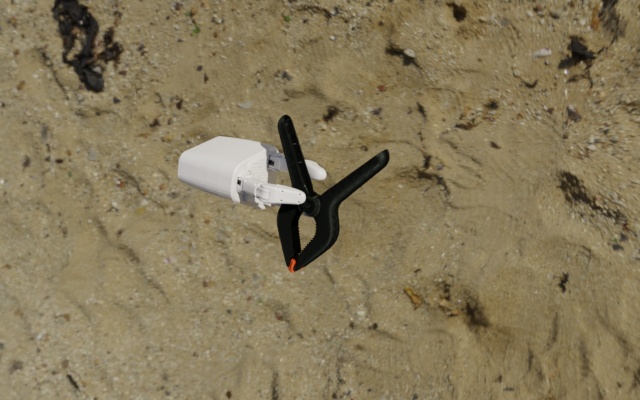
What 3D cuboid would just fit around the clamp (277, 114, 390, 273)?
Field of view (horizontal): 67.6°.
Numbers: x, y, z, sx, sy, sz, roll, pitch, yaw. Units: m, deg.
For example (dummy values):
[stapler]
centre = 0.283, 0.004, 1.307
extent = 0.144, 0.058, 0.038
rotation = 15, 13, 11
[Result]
[clamp]
centre = -0.001, 0.003, 0.639
extent = 0.164, 0.210, 0.036
rotation = 16, 13, 26
